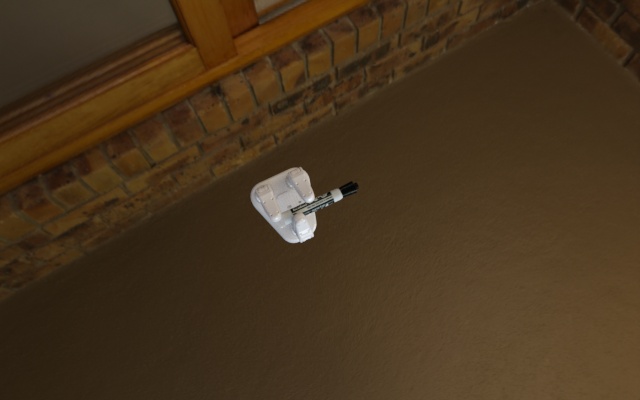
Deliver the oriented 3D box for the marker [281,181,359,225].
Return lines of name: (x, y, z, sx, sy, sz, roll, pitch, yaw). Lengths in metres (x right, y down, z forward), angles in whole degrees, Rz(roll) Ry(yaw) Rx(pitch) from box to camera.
marker: (0.000, 0.002, 0.695, 0.121, 0.020, 0.020, -25, 3, -7)
